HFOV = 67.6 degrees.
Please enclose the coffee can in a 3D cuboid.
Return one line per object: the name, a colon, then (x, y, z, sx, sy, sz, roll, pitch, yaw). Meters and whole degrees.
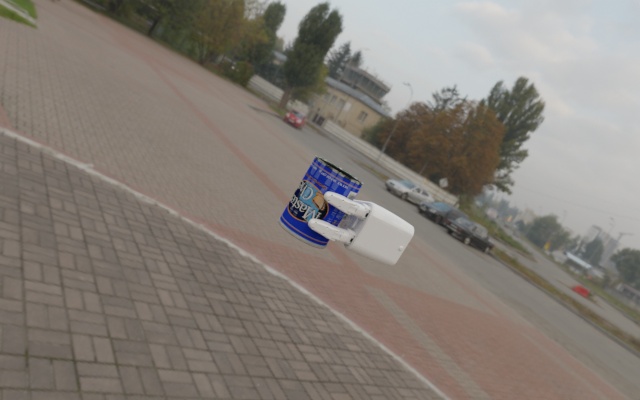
coffee can: (0.000, 0.003, 0.880, 0.103, 0.140, 0.103, 30, 9, -5)
